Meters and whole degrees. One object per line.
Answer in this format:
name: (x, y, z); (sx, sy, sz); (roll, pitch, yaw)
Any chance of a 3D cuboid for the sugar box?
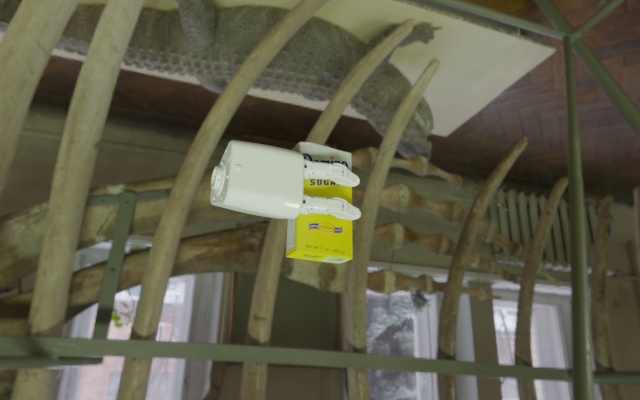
sugar box: (0.000, 0.002, 0.722); (0.093, 0.176, 0.048); (11, -22, -24)
